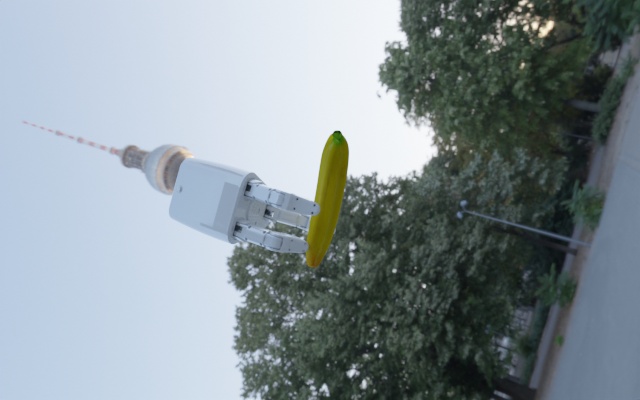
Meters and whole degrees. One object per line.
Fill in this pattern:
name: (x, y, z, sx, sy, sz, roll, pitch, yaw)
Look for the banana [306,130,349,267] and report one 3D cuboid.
banana: (0.008, -0.008, 0.629, 0.037, 0.198, 0.069, 17, 28, 17)
